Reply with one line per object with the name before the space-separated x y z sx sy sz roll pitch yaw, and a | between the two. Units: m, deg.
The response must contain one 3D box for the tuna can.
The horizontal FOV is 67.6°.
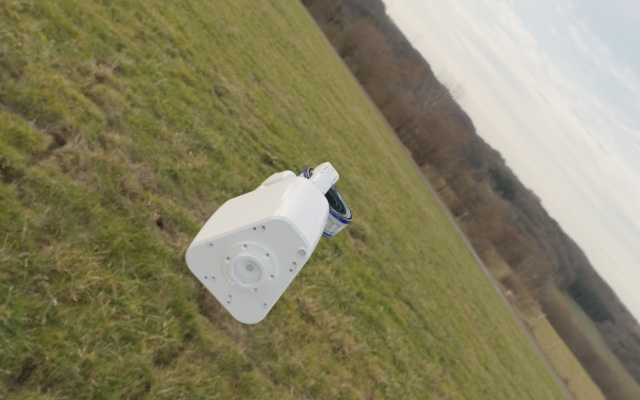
tuna can | 0.001 0.002 0.578 0.034 0.086 0.086 -40 -13 15
